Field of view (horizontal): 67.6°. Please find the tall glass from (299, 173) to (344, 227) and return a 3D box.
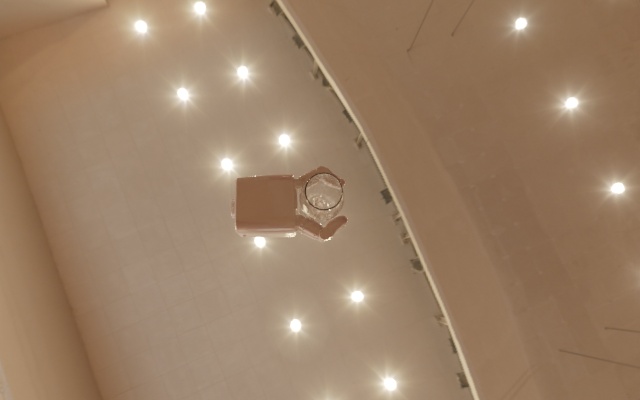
[{"bbox_3d":[0.000,0.003,0.862,0.079,0.079,0.201,0,-10,-3],"label":"tall glass"}]
